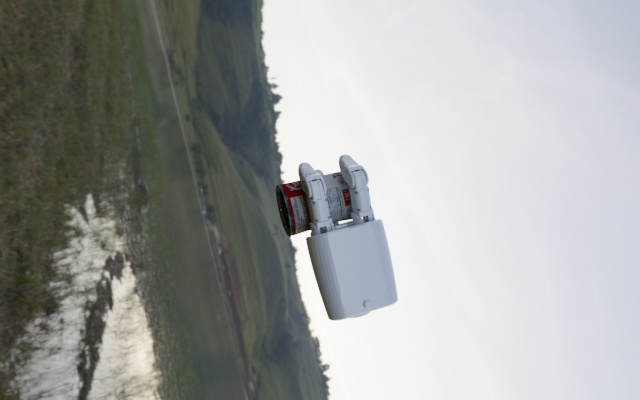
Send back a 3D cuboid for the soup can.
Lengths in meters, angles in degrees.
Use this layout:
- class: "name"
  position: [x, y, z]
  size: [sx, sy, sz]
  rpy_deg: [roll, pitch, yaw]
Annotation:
- class: "soup can"
  position: [0.000, 0.001, 0.618]
  size: [0.102, 0.068, 0.068]
  rpy_deg: [-13, 3, -14]
